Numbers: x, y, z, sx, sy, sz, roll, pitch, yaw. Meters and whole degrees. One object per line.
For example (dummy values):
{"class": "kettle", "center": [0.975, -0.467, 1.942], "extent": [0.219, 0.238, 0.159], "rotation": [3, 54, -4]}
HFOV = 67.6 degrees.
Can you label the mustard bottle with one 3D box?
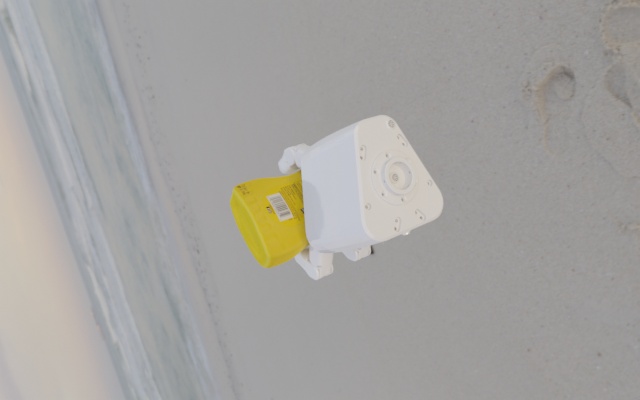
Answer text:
{"class": "mustard bottle", "center": [0.000, 0.002, 0.555], "extent": [0.191, 0.096, 0.058], "rotation": [-20, -24, -28]}
